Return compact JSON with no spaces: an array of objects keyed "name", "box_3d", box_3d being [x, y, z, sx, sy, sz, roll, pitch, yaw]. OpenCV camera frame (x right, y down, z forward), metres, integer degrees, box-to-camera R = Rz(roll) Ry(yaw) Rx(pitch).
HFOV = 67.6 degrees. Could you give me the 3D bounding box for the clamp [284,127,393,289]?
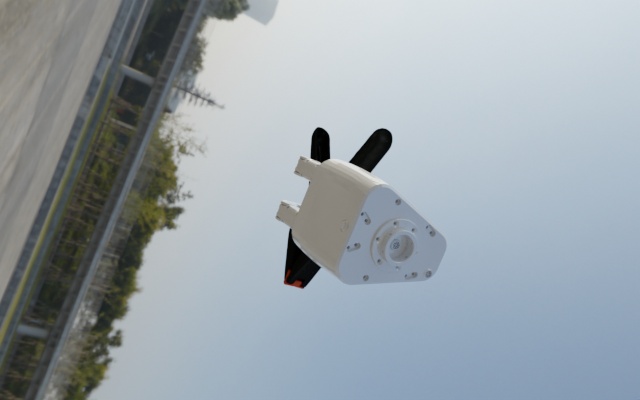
[{"name":"clamp","box_3d":[0.001,0.003,0.581,0.036,0.210,0.164,21,6,-27]}]
